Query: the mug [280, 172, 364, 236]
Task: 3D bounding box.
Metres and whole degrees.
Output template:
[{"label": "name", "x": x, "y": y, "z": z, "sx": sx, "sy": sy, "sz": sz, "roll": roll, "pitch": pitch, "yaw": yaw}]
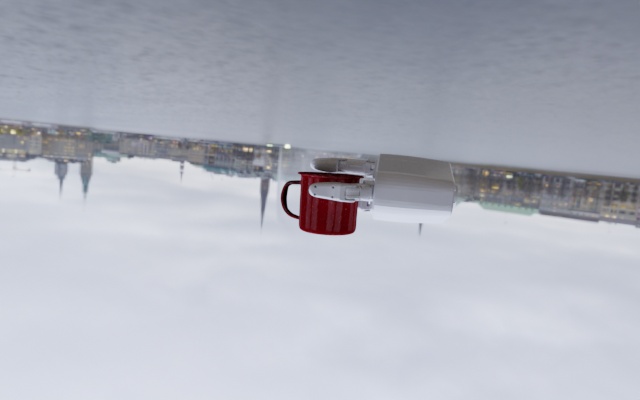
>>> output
[{"label": "mug", "x": -0.001, "y": 0.002, "z": 0.672, "sx": 0.117, "sy": 0.081, "sz": 0.093, "roll": 5, "pitch": 6, "yaw": 10}]
